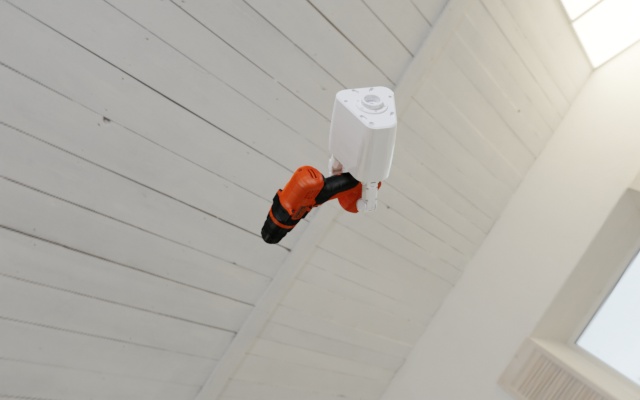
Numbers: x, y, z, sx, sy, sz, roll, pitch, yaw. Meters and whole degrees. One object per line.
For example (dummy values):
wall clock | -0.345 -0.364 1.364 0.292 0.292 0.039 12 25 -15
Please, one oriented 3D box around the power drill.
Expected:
power drill | 0.001 0.002 0.810 0.187 0.057 0.184 -15 -25 -39
